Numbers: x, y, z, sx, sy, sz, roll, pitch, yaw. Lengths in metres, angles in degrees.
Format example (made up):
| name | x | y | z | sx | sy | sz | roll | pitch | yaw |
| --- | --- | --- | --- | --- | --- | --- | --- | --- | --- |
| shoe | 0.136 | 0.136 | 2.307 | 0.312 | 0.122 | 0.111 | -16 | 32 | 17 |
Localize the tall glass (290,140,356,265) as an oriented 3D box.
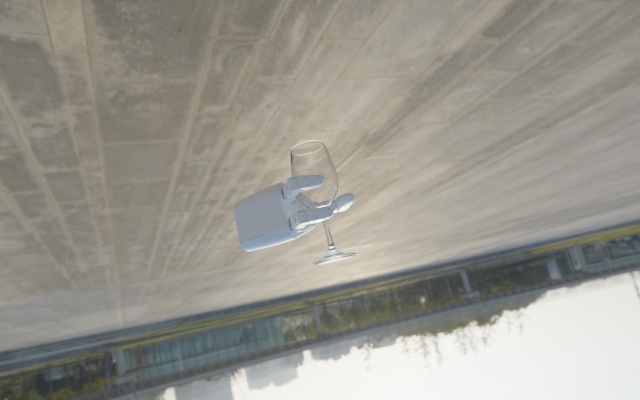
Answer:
| name | x | y | z | sx | sy | sz | roll | pitch | yaw |
| --- | --- | --- | --- | --- | --- | --- | --- | --- | --- |
| tall glass | 0.000 | 0.003 | 0.805 | 0.079 | 0.201 | 0.079 | -13 | -12 | -3 |
